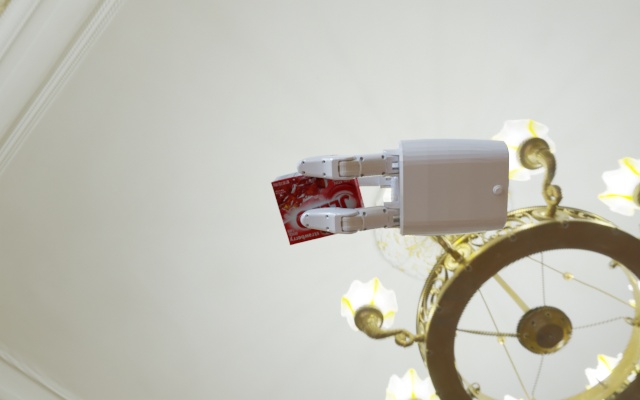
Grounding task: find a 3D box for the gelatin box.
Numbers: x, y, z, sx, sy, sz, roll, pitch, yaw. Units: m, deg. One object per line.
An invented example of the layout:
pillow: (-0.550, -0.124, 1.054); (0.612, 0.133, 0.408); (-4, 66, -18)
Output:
gelatin box: (0.000, 0.002, 0.511); (0.089, 0.073, 0.030); (-13, 12, 12)
